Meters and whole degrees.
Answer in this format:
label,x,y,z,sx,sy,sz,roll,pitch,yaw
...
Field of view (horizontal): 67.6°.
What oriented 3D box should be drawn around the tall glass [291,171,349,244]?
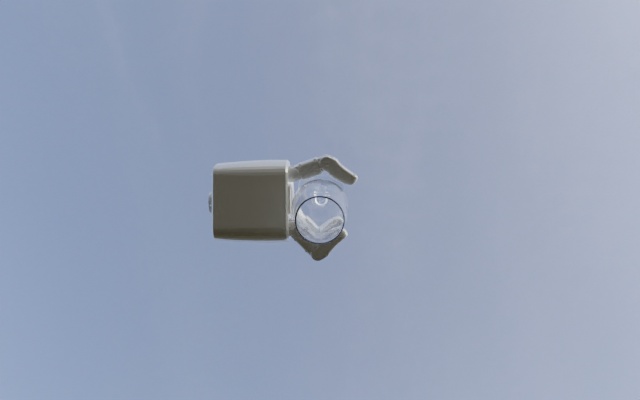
label,x,y,z,sx,sy,sz,roll,pitch,yaw
tall glass,0.000,0.002,0.679,0.079,0.079,0.201,0,13,0
